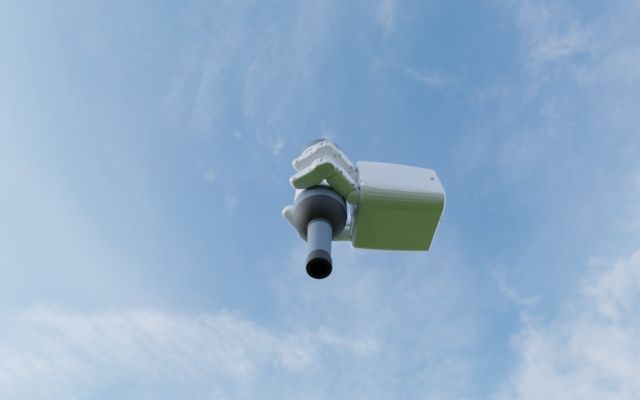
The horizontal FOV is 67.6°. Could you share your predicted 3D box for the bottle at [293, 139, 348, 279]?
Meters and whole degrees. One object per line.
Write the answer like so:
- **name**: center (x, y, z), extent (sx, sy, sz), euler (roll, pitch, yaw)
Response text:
- **bottle**: center (0.000, 0.002, 0.613), extent (0.069, 0.069, 0.295), euler (0, 27, 1)
